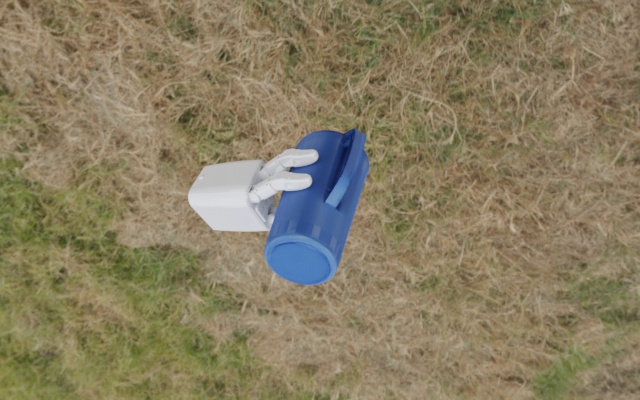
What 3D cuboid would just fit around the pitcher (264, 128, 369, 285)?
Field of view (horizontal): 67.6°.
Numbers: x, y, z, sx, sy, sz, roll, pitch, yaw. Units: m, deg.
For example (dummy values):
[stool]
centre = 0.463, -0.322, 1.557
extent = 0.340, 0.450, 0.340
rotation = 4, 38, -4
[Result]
[pitcher]
centre = 0.000, 0.002, 0.748
extent = 0.145, 0.149, 0.242
rotation = -2, 42, 18
